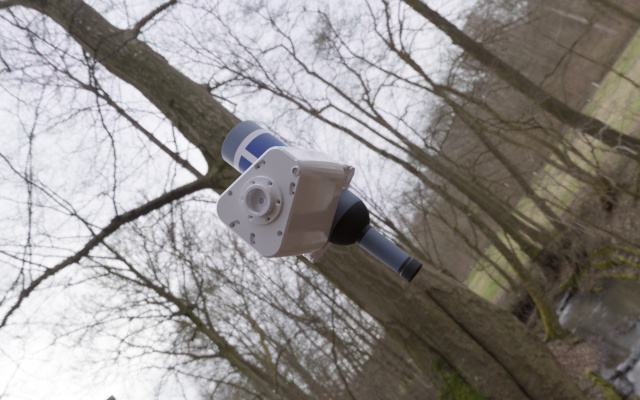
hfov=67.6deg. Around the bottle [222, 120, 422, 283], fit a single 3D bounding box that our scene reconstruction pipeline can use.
[{"bbox_3d":[0.000,0.002,0.605,0.295,0.069,0.069,37,14,19],"label":"bottle"}]
